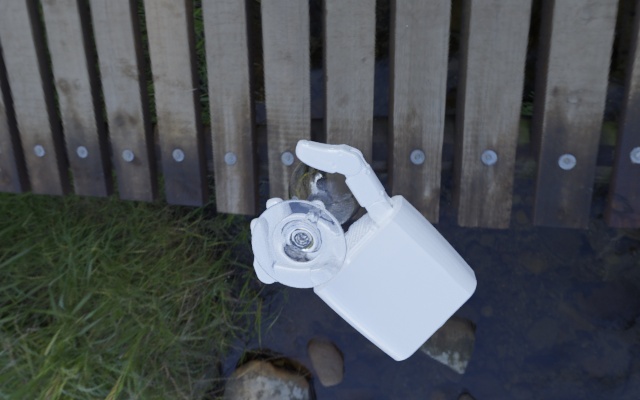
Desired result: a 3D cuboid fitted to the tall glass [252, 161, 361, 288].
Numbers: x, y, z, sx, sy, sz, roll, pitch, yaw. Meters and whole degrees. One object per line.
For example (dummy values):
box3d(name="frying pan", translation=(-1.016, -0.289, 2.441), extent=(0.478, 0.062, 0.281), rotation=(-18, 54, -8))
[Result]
box3d(name="tall glass", translation=(0.000, 0.002, 0.456), extent=(0.079, 0.079, 0.201), rotation=(0, 20, 10))
